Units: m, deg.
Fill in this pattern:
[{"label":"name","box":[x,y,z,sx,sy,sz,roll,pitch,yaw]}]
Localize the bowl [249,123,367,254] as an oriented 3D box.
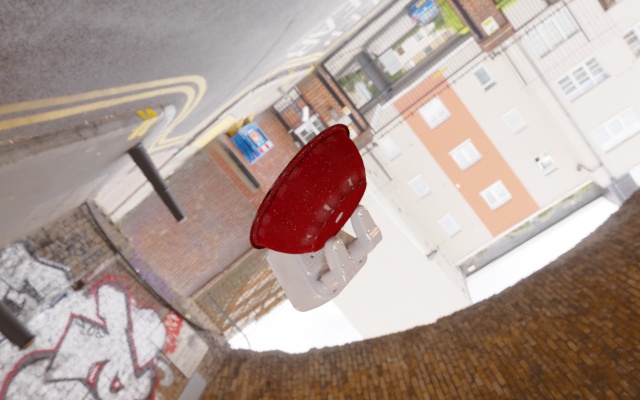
[{"label":"bowl","box":[0.000,0.001,0.498,0.055,0.162,0.162,37,10,14]}]
